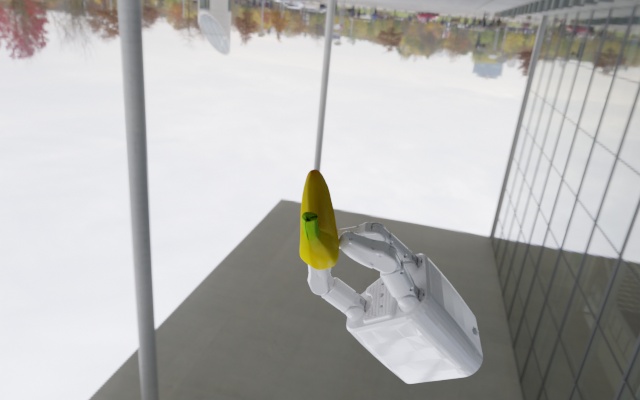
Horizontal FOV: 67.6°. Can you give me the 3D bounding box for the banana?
[{"bbox_3d":[-0.001,0.020,0.466,0.037,0.070,0.197,3,14,-3],"label":"banana"}]
